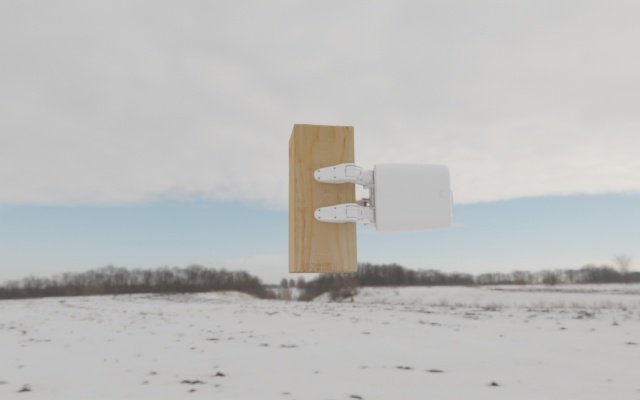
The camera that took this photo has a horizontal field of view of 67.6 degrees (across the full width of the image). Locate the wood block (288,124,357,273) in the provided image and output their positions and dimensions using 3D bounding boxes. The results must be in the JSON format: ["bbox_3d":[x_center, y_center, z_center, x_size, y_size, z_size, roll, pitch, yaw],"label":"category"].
[{"bbox_3d":[0.000,0.002,0.701,0.090,0.206,0.091,1,-10,-8],"label":"wood block"}]
